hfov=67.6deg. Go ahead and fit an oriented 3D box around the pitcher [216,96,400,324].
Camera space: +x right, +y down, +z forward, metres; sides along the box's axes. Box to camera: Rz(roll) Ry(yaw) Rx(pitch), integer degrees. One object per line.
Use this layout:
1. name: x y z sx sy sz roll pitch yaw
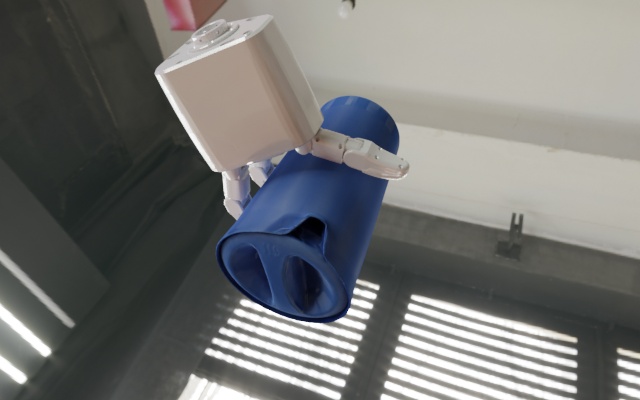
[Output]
1. pitcher: 0.000 0.002 0.515 0.149 0.145 0.242 -4 40 32
